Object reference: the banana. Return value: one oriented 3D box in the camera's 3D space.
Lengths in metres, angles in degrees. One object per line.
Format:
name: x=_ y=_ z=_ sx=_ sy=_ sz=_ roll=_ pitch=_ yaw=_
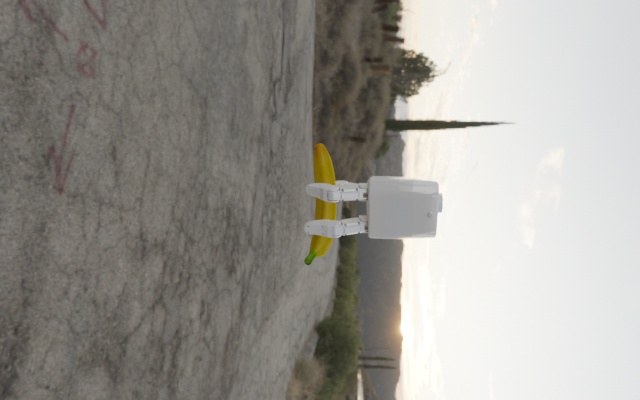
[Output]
banana: x=0.005 y=0.007 z=0.795 sx=0.037 sy=0.198 sz=0.069 roll=3 pitch=-3 yaw=15
